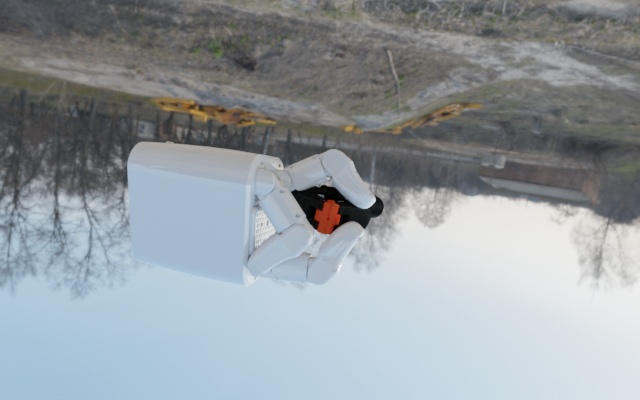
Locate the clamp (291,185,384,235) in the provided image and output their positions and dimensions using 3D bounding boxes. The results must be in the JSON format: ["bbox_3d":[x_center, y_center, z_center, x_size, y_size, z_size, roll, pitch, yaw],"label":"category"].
[{"bbox_3d":[0.000,0.002,0.477,0.120,0.039,0.171,9,4,10],"label":"clamp"}]
